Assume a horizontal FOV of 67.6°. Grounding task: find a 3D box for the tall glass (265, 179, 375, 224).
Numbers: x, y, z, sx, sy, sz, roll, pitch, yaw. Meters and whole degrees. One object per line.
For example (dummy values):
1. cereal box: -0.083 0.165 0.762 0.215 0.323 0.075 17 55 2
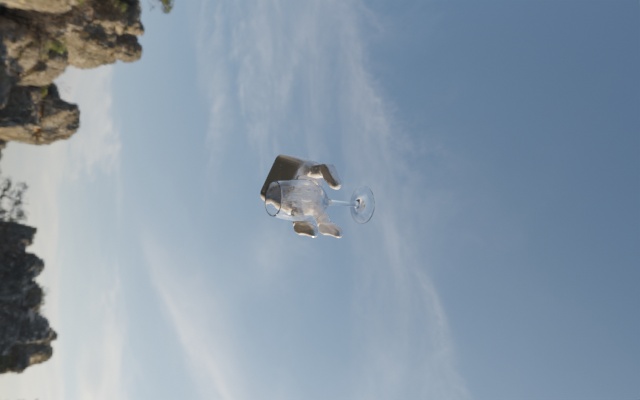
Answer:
1. tall glass: 0.001 0.003 0.877 0.201 0.079 0.079 4 -2 -35
